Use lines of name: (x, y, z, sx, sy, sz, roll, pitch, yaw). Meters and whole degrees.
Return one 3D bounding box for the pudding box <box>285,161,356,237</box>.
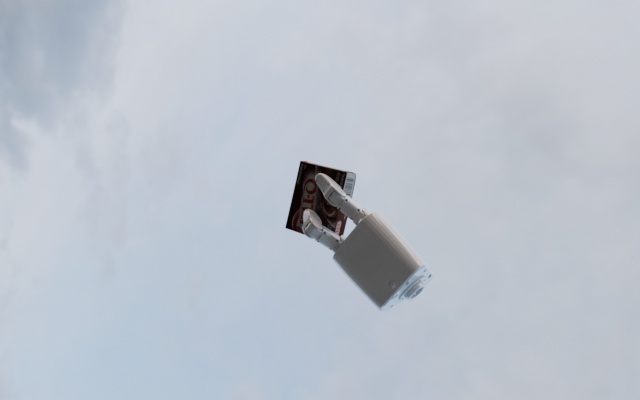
pudding box: (0.000, 0.002, 0.740, 0.090, 0.113, 0.039, 16, 4, 32)
